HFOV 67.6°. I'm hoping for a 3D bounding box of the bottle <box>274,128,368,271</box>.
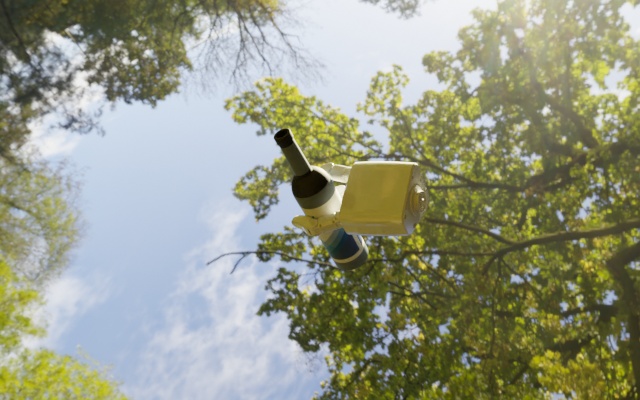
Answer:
[{"bbox_3d":[0.000,0.003,0.793,0.069,0.069,0.296,0,-43,32],"label":"bottle"}]
